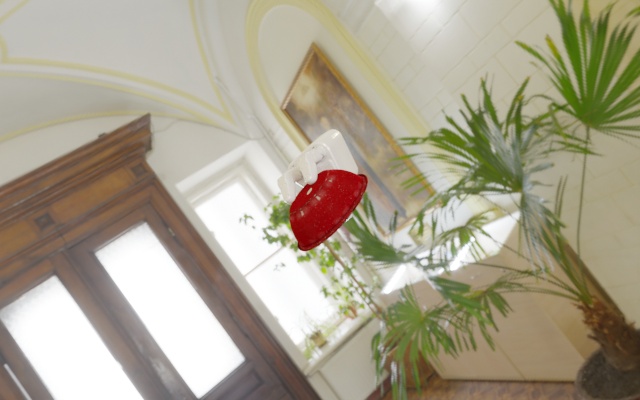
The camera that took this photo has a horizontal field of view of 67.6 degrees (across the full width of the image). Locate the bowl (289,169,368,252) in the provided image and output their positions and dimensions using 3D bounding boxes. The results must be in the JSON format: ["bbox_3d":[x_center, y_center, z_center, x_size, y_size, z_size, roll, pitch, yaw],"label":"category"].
[{"bbox_3d":[0.000,0.003,0.766,0.055,0.162,0.162,41,-14,-16],"label":"bowl"}]
